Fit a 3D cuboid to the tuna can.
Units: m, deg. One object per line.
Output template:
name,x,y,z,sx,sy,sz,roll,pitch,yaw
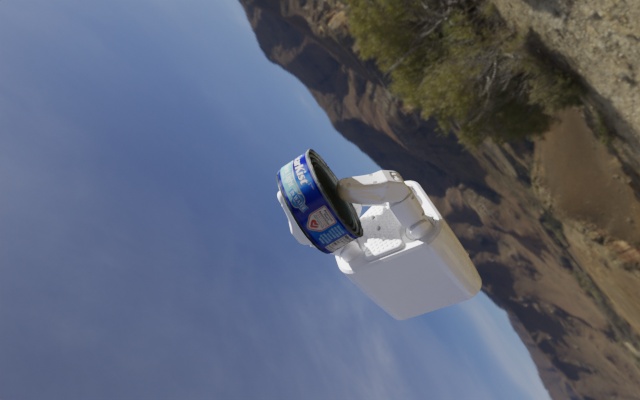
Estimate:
tuna can,0.000,0.002,0.404,0.034,0.086,0.086,-31,-7,12
